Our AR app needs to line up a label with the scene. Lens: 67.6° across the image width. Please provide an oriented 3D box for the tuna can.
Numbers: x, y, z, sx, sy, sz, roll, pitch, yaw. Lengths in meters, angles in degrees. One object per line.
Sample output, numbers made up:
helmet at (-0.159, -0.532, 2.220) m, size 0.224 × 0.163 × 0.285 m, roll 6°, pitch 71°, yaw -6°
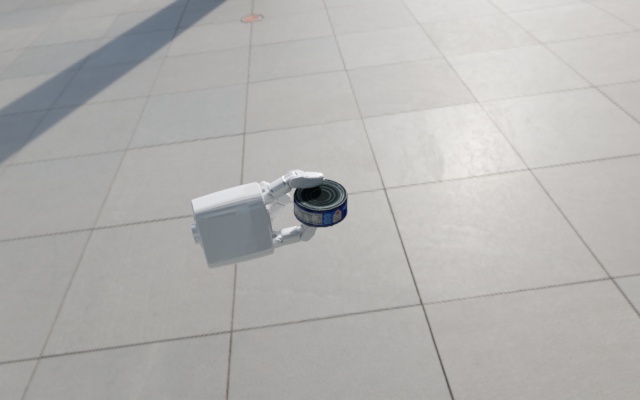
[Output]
tuna can at (0.000, 0.002, 0.743) m, size 0.086 × 0.034 × 0.086 m, roll 0°, pitch 37°, yaw 0°
